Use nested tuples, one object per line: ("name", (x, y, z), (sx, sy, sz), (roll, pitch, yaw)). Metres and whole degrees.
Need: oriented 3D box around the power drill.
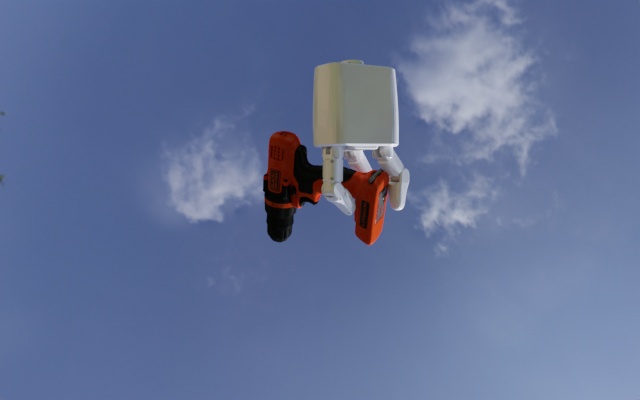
("power drill", (0.001, 0.002, 0.708), (0.187, 0.184, 0.057), (16, 31, 20))
